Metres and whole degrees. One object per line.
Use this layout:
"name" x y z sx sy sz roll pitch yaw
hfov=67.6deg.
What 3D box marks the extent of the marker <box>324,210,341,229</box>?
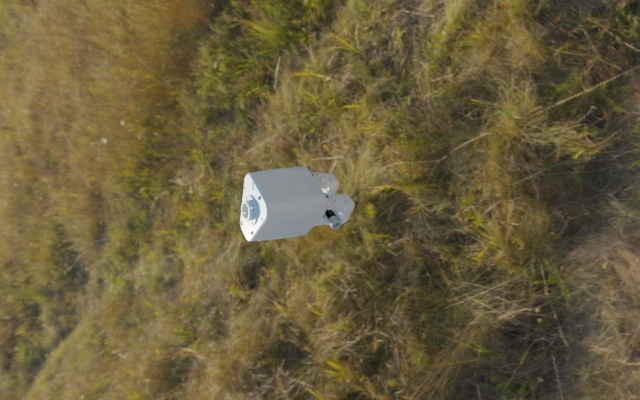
"marker" 0.000 0.003 0.850 0.020 0.020 0.121 0 42 -38
